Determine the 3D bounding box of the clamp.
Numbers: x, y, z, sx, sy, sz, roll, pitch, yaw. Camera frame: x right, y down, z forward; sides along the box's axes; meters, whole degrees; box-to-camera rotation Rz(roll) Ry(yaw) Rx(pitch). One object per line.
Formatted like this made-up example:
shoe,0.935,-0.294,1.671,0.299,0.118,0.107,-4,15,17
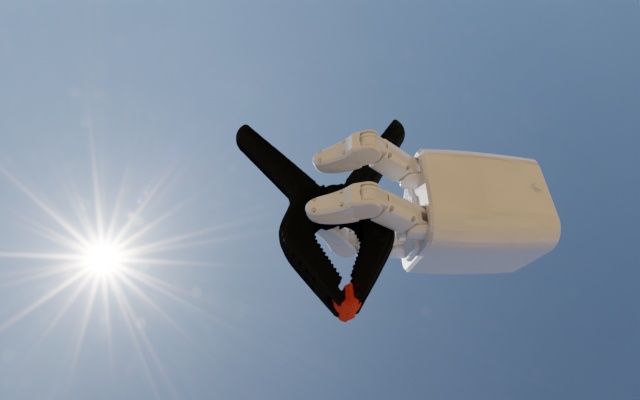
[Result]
clamp,0.000,0.002,0.414,0.164,0.209,0.036,2,-39,-1
